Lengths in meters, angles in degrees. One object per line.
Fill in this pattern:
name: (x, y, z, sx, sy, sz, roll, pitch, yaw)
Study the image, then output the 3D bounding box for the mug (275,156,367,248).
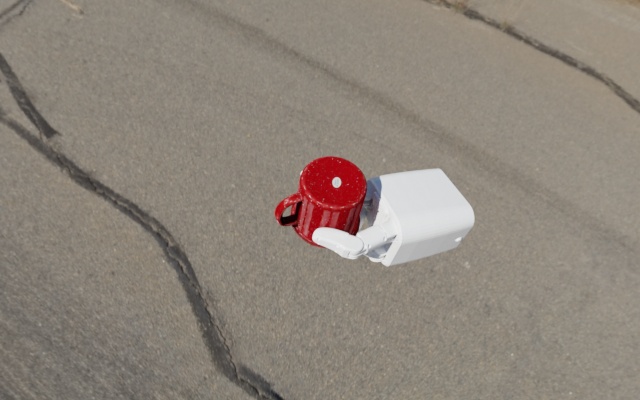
mug: (-0.001, 0.002, 0.588, 0.117, 0.093, 0.082, -12, -32, -17)
